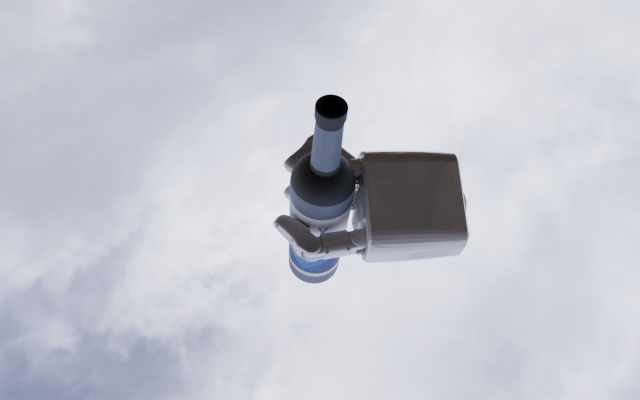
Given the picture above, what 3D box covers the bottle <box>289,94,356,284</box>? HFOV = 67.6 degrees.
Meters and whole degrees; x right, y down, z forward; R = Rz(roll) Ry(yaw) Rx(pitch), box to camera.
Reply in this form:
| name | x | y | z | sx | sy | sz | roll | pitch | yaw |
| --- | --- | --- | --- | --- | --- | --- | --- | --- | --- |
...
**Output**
| name | x | y | z | sx | sy | sz | roll | pitch | yaw |
| --- | --- | --- | --- | --- | --- | --- | --- | --- | --- |
| bottle | 0.000 | 0.002 | 0.511 | 0.069 | 0.069 | 0.296 | 0 | -32 | -4 |
